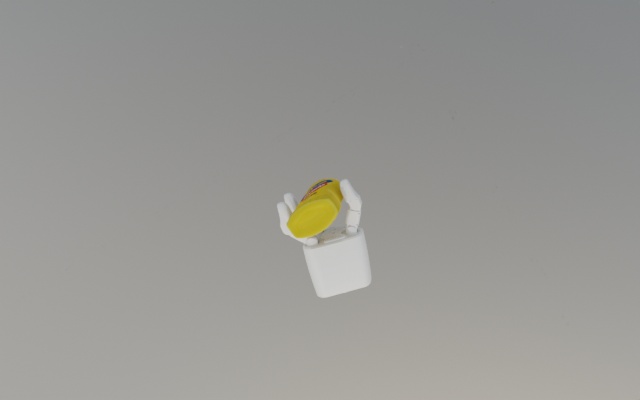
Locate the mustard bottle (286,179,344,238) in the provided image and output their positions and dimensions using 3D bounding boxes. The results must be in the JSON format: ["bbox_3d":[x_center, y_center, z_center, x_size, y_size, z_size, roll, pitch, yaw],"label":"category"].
[{"bbox_3d":[0.000,0.003,0.892,0.096,0.058,0.191,-34,9,18],"label":"mustard bottle"}]
